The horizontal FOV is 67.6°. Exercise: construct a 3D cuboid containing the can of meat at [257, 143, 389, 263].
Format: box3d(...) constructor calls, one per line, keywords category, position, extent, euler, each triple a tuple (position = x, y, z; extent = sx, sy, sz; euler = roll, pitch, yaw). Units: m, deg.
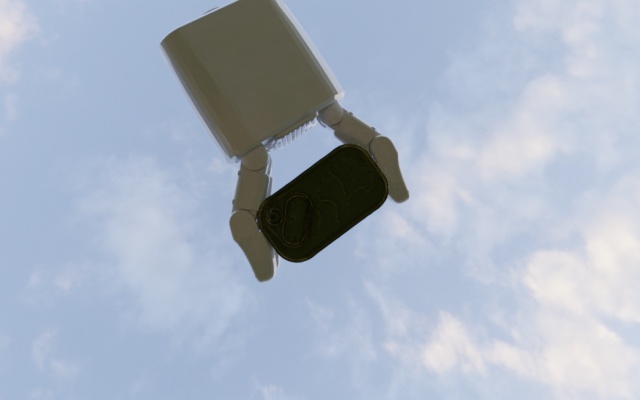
box3d(category="can of meat", position=(0.000, 0.001, 0.404), extent=(0.102, 0.057, 0.084), euler=(-37, 3, -2))
